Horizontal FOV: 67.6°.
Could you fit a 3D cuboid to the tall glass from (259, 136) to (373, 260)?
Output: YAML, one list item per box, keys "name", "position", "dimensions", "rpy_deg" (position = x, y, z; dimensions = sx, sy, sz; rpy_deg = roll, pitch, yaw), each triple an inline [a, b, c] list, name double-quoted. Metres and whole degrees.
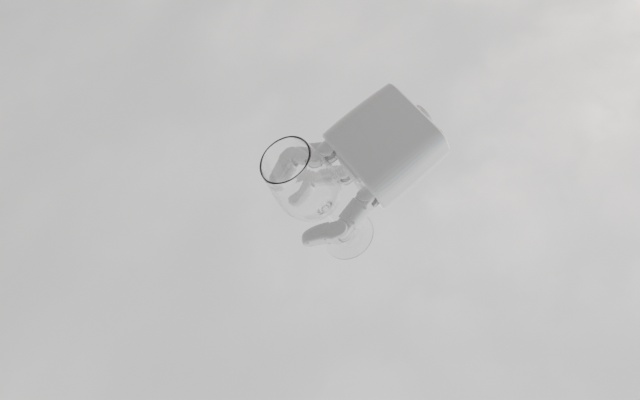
- name: "tall glass"
  position: [0.000, 0.002, 0.591]
  dimensions: [0.079, 0.079, 0.201]
  rpy_deg: [0, -27, 27]
